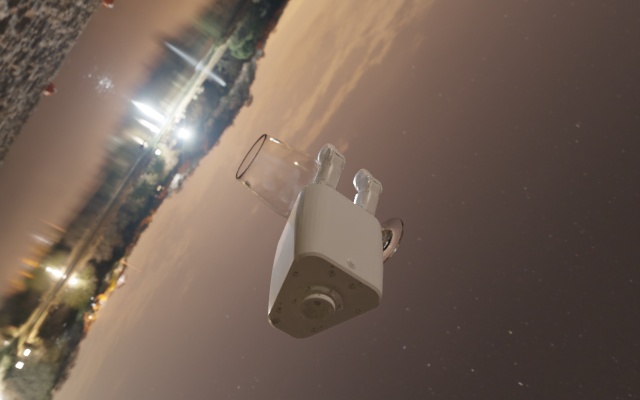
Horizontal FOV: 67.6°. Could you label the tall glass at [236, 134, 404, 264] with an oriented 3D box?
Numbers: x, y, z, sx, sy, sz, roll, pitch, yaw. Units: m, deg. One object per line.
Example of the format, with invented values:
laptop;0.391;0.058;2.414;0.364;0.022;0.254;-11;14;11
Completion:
tall glass;0.001;0.002;0.569;0.201;0.079;0.079;33;-12;-18
